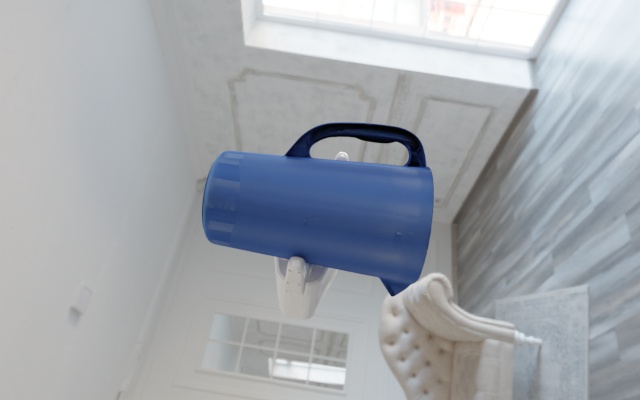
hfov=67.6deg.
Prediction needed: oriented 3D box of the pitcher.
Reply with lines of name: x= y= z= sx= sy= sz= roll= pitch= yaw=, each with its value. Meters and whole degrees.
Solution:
pitcher: x=0.000 y=0.002 z=0.539 sx=0.243 sy=0.149 sz=0.145 roll=8 pitch=-39 yaw=2
